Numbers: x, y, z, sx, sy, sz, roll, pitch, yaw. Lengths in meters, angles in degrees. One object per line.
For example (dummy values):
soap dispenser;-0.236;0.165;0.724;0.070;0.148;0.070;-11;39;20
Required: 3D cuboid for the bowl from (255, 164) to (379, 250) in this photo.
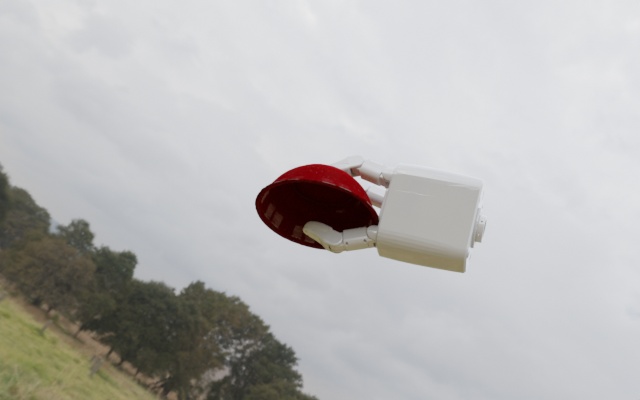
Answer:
bowl;-0.001;0.001;0.619;0.162;0.055;0.162;9;-33;6
